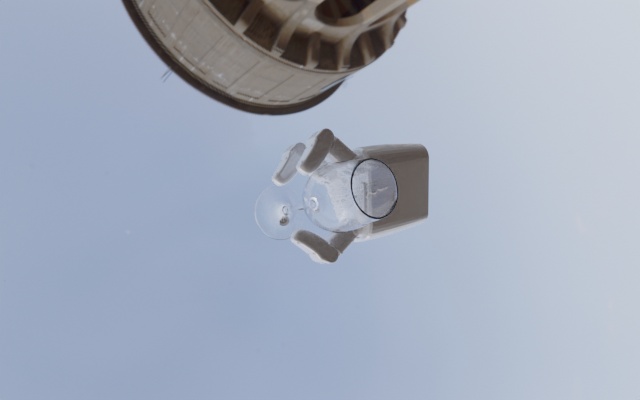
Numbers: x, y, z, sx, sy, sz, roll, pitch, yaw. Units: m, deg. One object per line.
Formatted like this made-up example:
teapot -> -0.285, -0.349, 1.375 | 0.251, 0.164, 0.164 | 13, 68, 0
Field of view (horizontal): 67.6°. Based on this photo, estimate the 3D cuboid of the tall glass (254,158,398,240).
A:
tall glass -> 0.000, 0.002, 0.555 | 0.079, 0.079, 0.201 | 0, -8, -33
